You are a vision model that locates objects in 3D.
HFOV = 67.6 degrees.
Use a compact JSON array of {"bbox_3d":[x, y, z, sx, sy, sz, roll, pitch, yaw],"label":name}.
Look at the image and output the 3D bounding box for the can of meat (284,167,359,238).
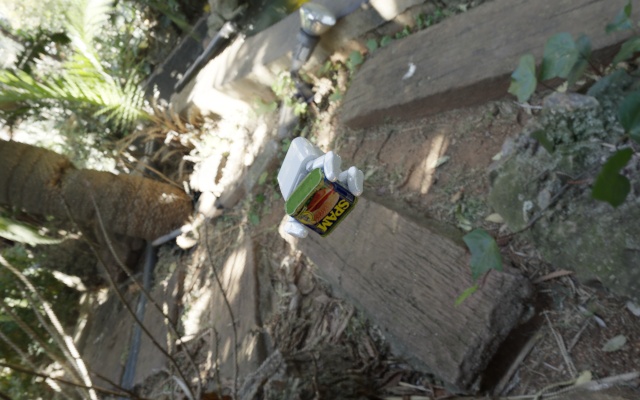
[{"bbox_3d":[0.000,0.003,0.825,0.084,0.102,0.057,33,18,-29],"label":"can of meat"}]
